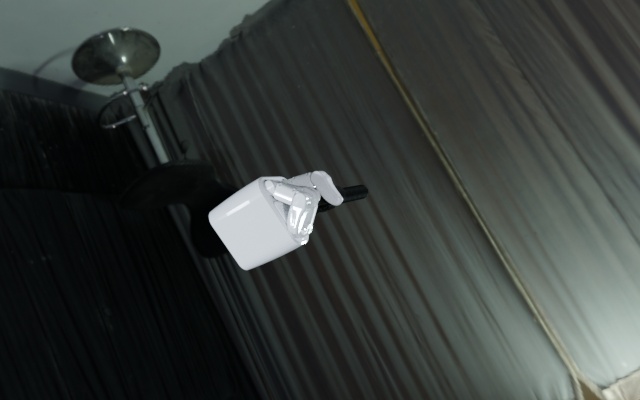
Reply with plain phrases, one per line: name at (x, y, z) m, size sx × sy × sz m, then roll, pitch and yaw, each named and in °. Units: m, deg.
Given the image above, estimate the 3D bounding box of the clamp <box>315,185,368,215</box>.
clamp at (0.000, 0.003, 0.785) m, size 0.120 × 0.039 × 0.171 m, roll -27°, pitch -12°, yaw 23°
